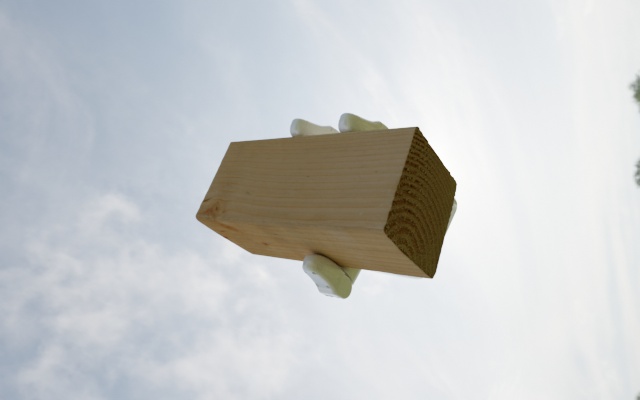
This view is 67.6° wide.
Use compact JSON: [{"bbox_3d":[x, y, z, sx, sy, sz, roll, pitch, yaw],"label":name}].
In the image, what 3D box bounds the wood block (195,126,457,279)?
[{"bbox_3d":[0.000,0.002,0.425,0.206,0.090,0.090,1,-28,39],"label":"wood block"}]
